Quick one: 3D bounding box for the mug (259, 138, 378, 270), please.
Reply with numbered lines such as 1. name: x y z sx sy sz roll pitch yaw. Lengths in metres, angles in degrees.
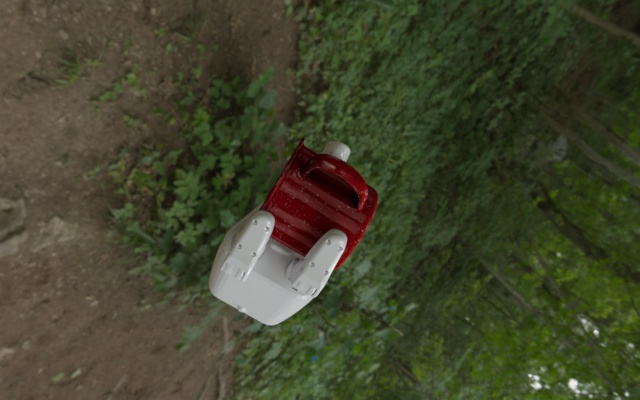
1. mug: 0.001 0.001 0.399 0.081 0.093 0.117 31 -35 -6
